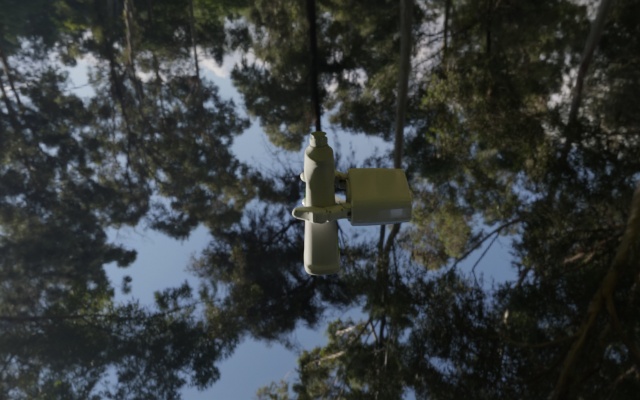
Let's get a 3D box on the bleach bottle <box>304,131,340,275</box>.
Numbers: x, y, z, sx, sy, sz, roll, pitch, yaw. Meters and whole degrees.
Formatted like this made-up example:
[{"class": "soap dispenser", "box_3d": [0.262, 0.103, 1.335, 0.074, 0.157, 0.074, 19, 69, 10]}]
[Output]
[{"class": "bleach bottle", "box_3d": [0.000, 0.003, 0.860, 0.068, 0.251, 0.102, -2, 25, -1]}]
